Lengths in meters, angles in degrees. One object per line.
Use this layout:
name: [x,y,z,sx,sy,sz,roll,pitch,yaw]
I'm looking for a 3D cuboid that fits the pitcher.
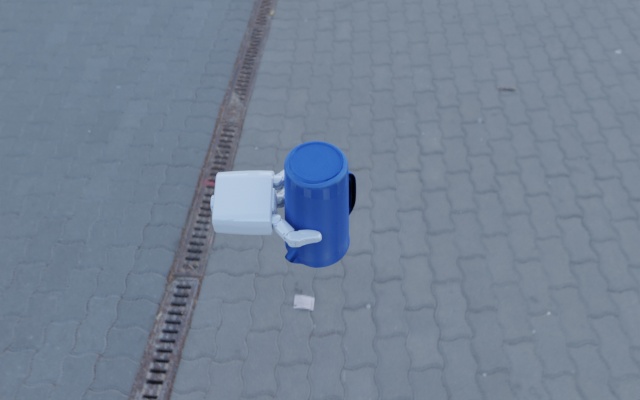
pitcher: [0.000,0.003,0.889,0.145,0.149,0.243,0,-38,0]
